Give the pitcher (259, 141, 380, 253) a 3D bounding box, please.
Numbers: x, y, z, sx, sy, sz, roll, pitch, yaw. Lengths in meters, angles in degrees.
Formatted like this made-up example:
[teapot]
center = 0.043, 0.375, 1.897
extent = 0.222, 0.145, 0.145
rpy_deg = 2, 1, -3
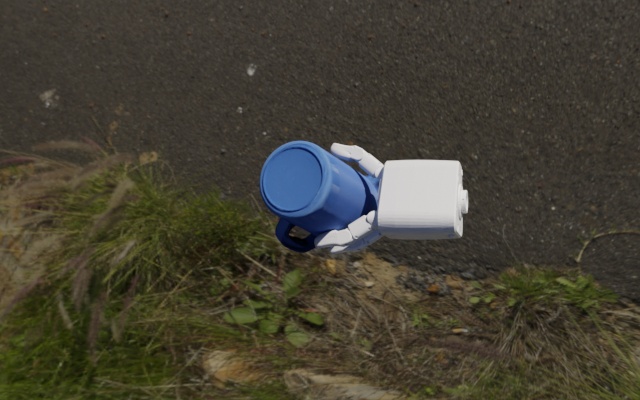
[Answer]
[pitcher]
center = 0.000, 0.002, 0.733
extent = 0.145, 0.149, 0.243
rpy_deg = 2, -11, 22
